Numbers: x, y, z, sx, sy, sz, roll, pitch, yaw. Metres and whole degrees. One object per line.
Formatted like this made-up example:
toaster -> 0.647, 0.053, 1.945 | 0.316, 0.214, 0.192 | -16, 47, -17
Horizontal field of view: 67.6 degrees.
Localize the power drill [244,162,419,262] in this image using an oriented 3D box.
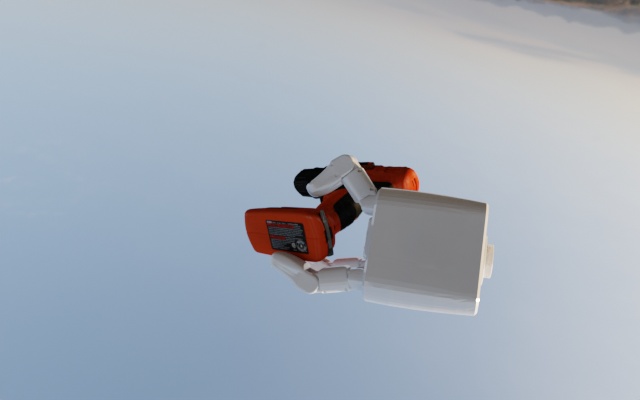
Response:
power drill -> 0.000, 0.002, 0.569 | 0.184, 0.057, 0.187 | 1, 23, 38
